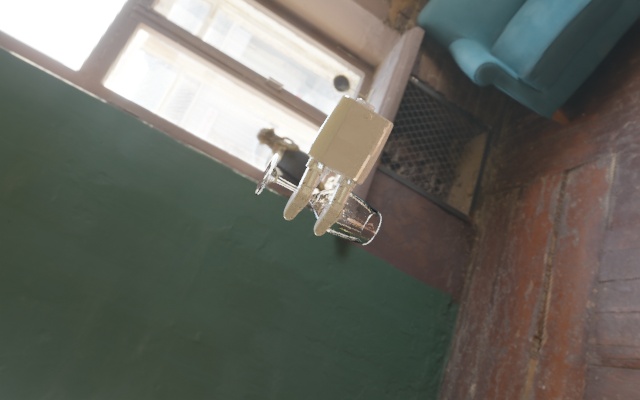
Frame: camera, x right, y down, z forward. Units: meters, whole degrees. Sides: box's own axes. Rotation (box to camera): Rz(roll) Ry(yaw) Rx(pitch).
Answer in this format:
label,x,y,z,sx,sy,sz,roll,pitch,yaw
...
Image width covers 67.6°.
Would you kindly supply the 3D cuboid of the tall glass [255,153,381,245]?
label,x,y,z,sx,sy,sz,roll,pitch,yaw
tall glass,-0.001,0.002,0.777,0.201,0.079,0.079,28,-8,-16
